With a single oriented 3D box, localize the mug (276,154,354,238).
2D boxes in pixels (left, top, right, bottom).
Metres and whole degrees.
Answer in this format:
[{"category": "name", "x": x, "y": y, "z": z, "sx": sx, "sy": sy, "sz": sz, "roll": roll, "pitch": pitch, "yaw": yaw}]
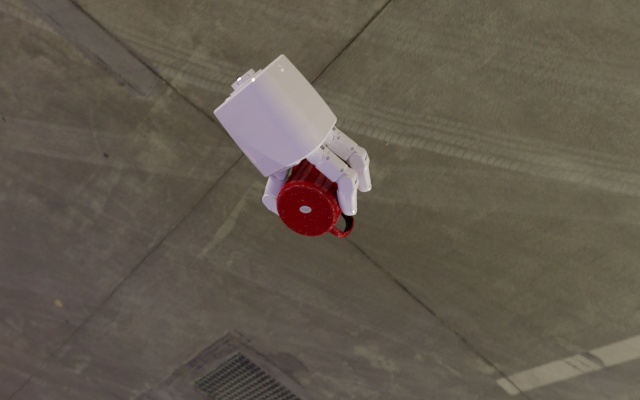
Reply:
[{"category": "mug", "x": 0.001, "y": 0.003, "z": 0.628, "sx": 0.093, "sy": 0.117, "sz": 0.081, "roll": -31, "pitch": 18, "yaw": 33}]
